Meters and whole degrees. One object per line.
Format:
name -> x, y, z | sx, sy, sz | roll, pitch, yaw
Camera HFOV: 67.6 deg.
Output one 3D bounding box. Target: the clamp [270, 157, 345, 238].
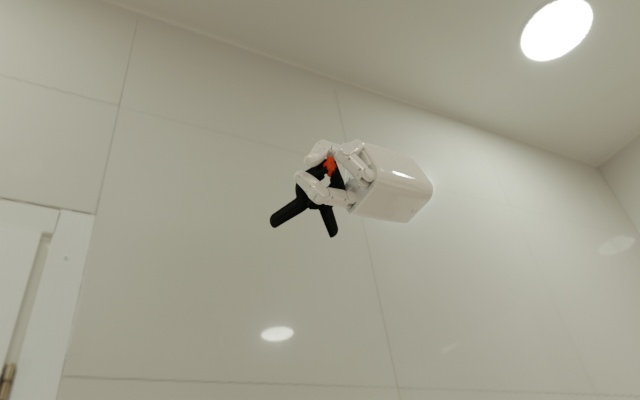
clamp -> 0.000, 0.002, 0.782 | 0.120, 0.039, 0.171 | 13, -42, -24
